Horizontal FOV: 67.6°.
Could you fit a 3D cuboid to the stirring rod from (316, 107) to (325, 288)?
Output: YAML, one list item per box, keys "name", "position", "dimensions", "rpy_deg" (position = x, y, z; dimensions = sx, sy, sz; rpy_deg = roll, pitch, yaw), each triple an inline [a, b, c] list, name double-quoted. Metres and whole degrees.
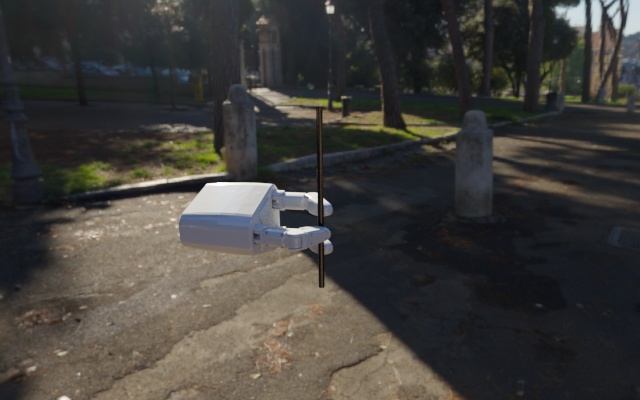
- name: "stirring rod"
  position: [0.000, 0.002, 0.616]
  dimensions: [0.011, 0.239, 0.011]
  rpy_deg: [-1, 16, 0]
